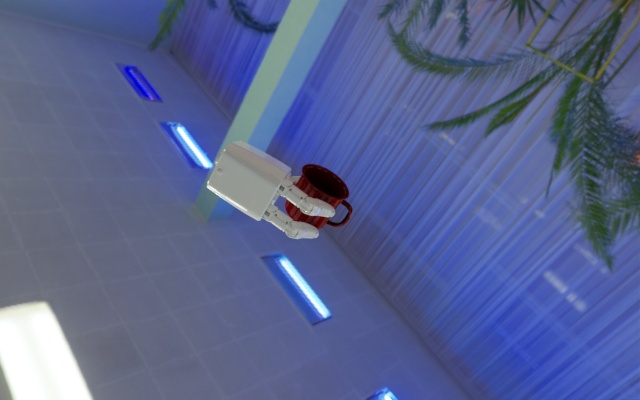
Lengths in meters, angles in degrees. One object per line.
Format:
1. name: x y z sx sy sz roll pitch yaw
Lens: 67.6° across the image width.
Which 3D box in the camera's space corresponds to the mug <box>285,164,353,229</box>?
1. mug: 0.001 0.004 0.834 0.117 0.081 0.093 33 28 -2
